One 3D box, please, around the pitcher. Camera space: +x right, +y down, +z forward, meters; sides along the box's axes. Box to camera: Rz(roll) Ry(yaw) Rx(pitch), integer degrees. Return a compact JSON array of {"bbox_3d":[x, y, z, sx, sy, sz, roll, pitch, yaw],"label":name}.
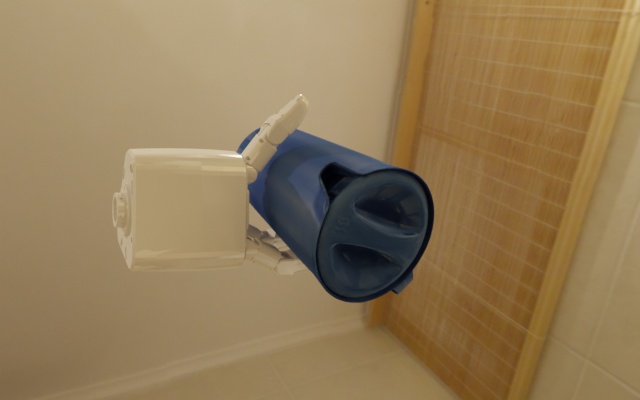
[{"bbox_3d":[0.000,0.002,0.525,0.145,0.149,0.242,-2,21,-31],"label":"pitcher"}]
